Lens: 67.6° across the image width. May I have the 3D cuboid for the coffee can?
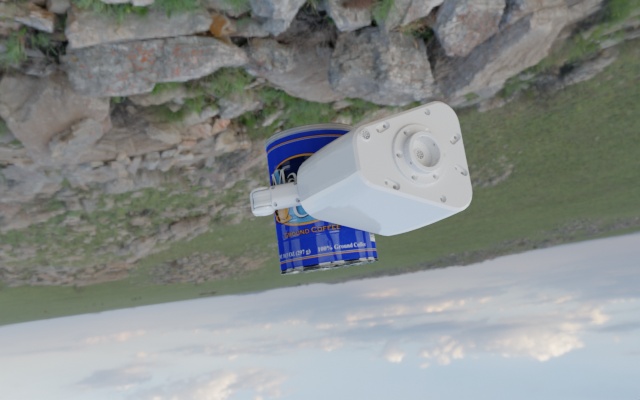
[{"bbox_3d":[0.000,0.002,0.504,0.103,0.140,0.103,-8,-10,-1],"label":"coffee can"}]
